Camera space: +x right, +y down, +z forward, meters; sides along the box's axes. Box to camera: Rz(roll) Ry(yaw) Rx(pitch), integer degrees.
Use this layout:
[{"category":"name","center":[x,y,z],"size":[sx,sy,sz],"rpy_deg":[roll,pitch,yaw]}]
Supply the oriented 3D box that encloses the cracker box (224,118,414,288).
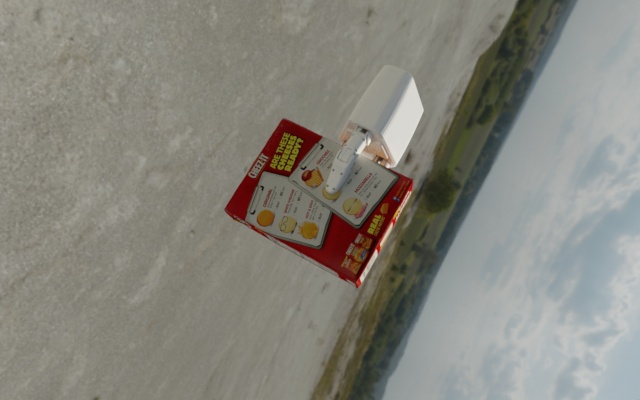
[{"category":"cracker box","center":[0.000,0.002,0.684],"size":[0.213,0.164,0.072],"rpy_deg":[27,-14,15]}]
